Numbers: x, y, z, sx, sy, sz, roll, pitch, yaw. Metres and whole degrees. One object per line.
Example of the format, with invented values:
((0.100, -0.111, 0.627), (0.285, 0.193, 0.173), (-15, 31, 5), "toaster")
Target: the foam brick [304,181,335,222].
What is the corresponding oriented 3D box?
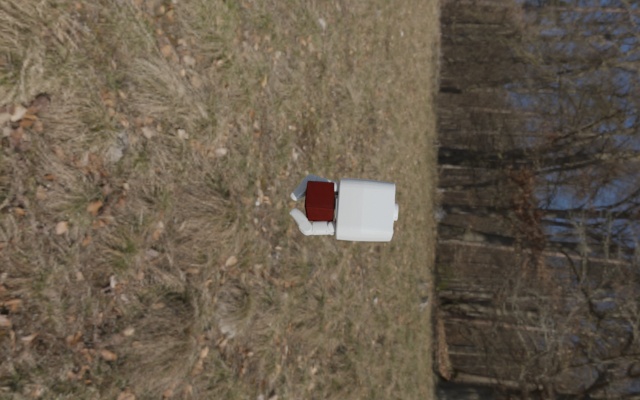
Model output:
((0.000, 0.003, 0.886), (0.051, 0.053, 0.078), (4, -21, 4), "foam brick")
